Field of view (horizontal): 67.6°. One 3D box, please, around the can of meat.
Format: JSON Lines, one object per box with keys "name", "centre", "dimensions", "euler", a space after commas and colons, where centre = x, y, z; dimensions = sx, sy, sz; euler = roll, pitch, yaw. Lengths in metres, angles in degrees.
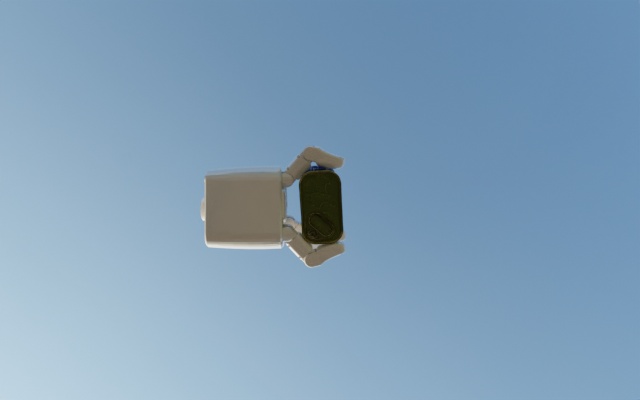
{"name": "can of meat", "centre": [0.000, 0.002, 0.684], "dimensions": [0.057, 0.102, 0.084], "euler": [-4, 12, -1]}
